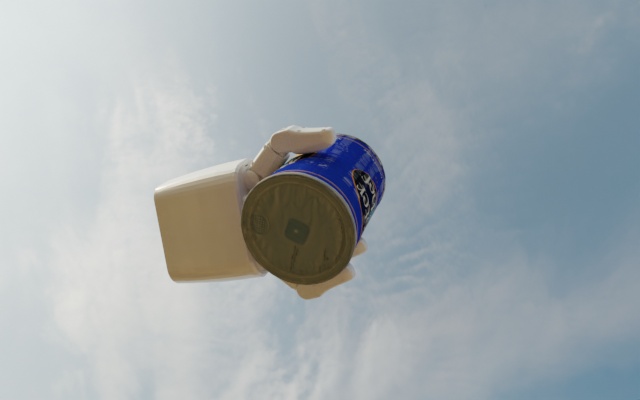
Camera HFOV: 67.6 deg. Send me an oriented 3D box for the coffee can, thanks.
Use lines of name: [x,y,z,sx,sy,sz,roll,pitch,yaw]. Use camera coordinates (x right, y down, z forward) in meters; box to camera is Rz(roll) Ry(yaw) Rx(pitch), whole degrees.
coffee can: [0.000,0.001,0.460,0.103,0.103,0.140,0,21,19]
